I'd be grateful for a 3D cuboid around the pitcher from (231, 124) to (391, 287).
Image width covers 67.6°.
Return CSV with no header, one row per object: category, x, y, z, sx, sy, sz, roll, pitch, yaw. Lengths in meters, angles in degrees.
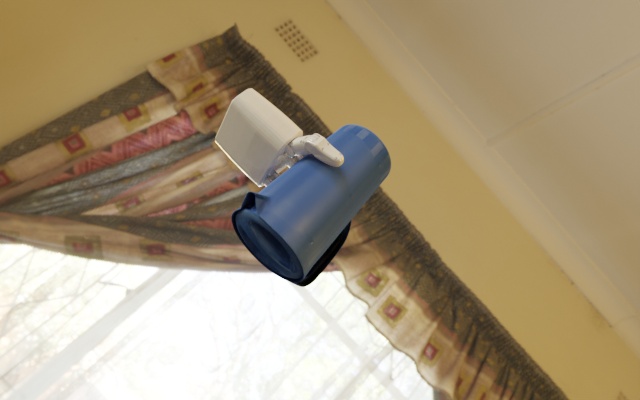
pitcher,0.000,0.002,0.713,0.242,0.145,0.149,-44,-7,-28
